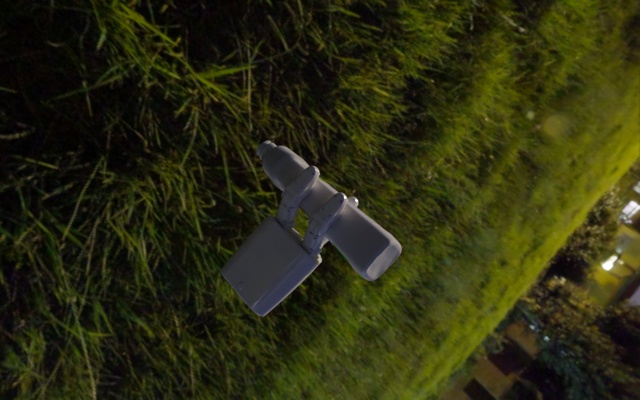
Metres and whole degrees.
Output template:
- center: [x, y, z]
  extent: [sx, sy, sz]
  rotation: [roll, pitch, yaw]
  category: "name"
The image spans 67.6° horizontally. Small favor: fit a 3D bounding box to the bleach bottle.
- center: [0.000, 0.002, 0.681]
  extent: [0.250, 0.068, 0.102]
  rotation: [44, 0, 23]
  category: "bleach bottle"
